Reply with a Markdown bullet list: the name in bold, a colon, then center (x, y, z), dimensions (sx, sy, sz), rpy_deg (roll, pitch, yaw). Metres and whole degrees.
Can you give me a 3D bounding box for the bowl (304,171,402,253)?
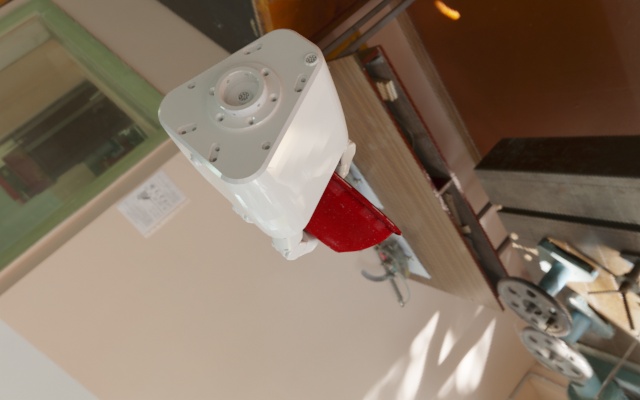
- **bowl**: center (0.000, 0.002, 0.470), dimensions (0.162, 0.055, 0.162), rpy_deg (39, 0, 0)
